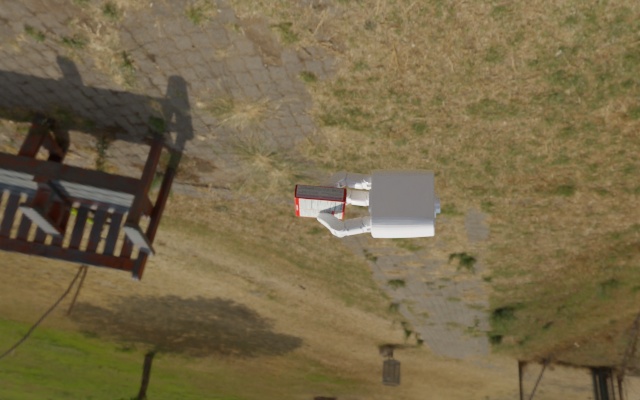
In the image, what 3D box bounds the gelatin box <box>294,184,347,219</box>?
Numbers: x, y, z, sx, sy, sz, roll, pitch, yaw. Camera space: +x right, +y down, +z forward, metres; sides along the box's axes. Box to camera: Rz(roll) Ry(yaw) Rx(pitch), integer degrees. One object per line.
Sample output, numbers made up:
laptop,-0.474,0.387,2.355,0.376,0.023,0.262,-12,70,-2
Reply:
gelatin box,0.000,0.003,0.839,0.089,0.030,0.073,4,-27,1
